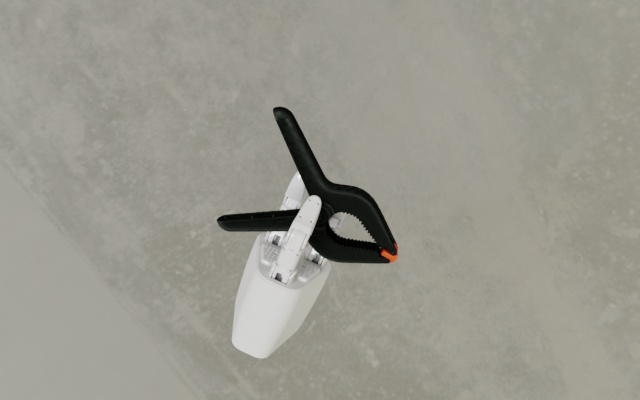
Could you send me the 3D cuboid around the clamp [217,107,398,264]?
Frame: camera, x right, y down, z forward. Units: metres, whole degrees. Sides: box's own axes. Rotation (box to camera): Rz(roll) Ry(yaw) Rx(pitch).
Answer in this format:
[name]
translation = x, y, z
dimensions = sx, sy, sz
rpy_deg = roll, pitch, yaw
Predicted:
[clamp]
translation = 0.000, 0.002, 0.540
dimensions = 0.210, 0.165, 0.036
rpy_deg = 24, 23, 1
